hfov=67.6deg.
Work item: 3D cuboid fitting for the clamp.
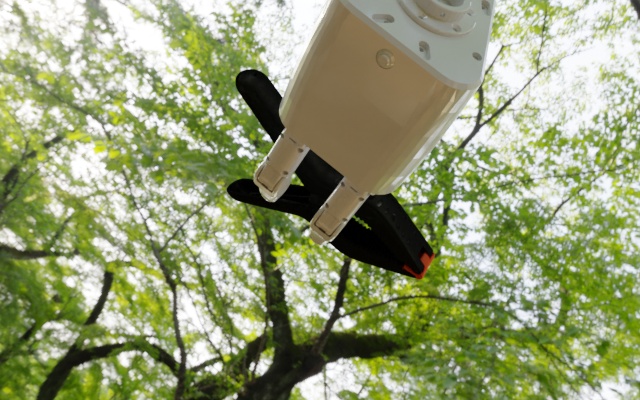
[{"bbox_3d":[0.001,0.001,0.417,0.210,0.036,0.165,38,-32,3],"label":"clamp"}]
